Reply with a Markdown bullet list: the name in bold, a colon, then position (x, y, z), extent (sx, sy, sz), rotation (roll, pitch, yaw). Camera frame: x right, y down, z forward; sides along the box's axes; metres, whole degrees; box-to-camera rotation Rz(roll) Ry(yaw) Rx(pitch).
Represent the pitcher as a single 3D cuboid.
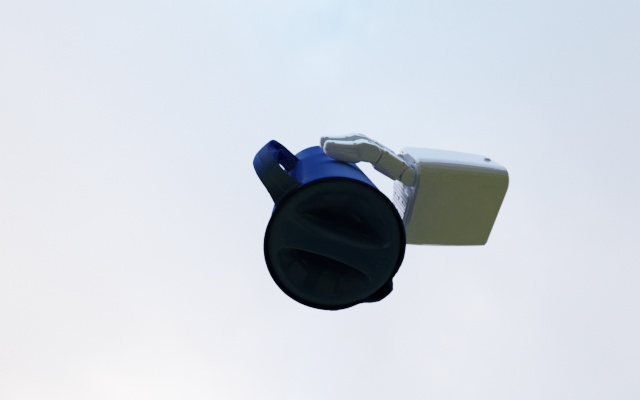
- **pitcher**: position (0.000, 0.002, 0.545), extent (0.145, 0.149, 0.242), rotation (1, 17, -5)
